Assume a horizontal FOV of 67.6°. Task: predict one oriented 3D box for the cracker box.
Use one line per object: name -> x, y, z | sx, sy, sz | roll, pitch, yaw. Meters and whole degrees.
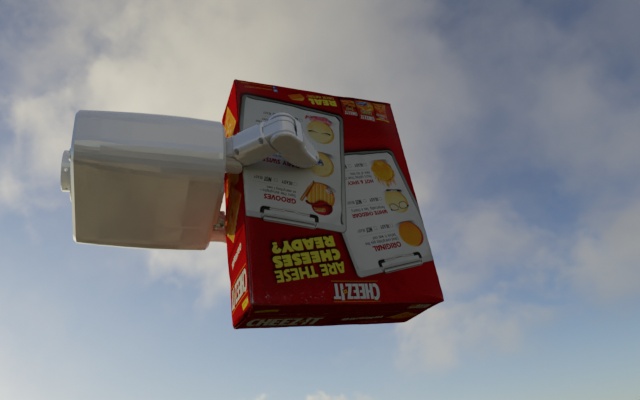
cracker box -> 0.000, 0.001, 0.431 | 0.164, 0.213, 0.072 | 4, -31, -22
